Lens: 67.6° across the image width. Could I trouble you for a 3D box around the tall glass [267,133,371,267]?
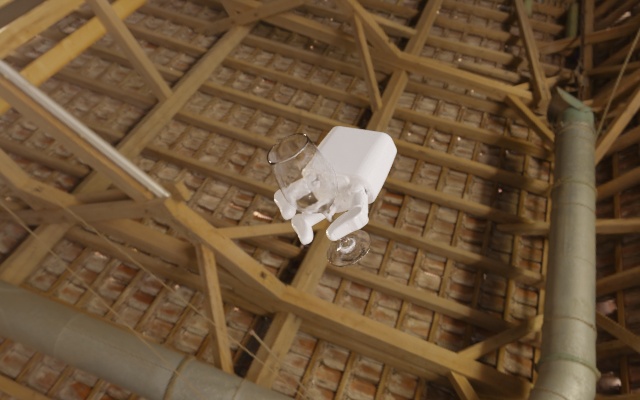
[{"bbox_3d":[0.000,0.003,0.675,0.079,0.201,0.079,-21,36,16],"label":"tall glass"}]
